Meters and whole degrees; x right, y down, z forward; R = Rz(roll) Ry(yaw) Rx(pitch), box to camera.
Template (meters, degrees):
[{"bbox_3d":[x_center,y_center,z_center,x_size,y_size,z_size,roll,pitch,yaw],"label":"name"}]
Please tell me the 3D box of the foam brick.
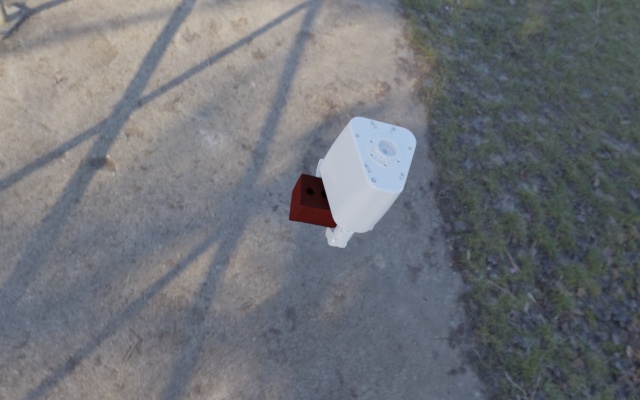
[{"bbox_3d":[0.000,0.002,0.682,0.078,0.053,0.051,11,-31,-14],"label":"foam brick"}]
